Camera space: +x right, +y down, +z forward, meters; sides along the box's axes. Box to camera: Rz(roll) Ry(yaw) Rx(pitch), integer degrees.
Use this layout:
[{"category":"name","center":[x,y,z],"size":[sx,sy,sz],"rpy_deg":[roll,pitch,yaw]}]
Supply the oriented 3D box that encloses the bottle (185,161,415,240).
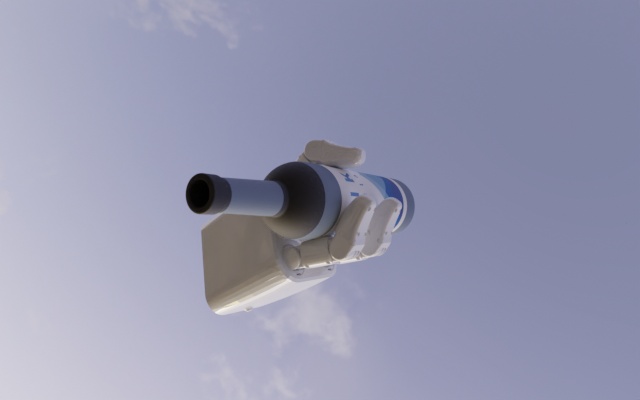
[{"category":"bottle","center":[0.000,0.001,0.435],"size":[0.069,0.069,0.296],"rpy_deg":[0,-2,33]}]
